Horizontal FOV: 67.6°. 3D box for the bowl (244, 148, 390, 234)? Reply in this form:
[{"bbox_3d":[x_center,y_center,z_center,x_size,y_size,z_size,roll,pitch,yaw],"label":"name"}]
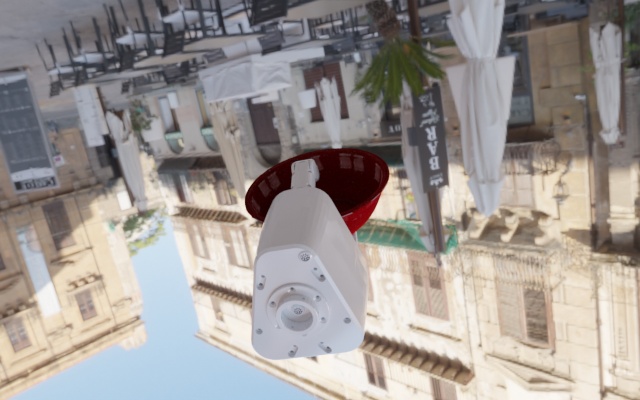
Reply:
[{"bbox_3d":[0.001,0.001,0.536,0.162,0.055,0.162,-11,31,7],"label":"bowl"}]
